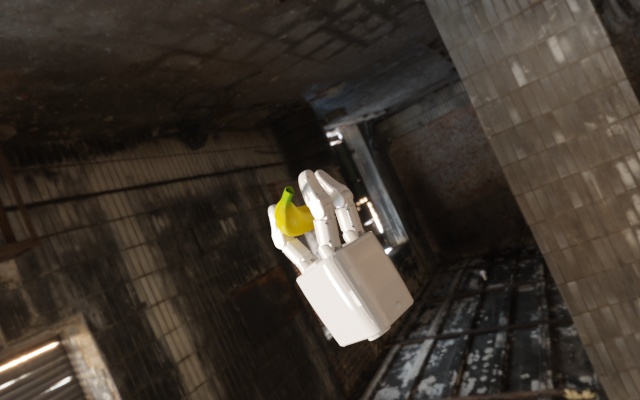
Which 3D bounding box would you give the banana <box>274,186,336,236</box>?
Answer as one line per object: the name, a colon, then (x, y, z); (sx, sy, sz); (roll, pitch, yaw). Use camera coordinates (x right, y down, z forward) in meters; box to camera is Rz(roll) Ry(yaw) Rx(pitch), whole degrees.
banana: (-0.014, 0.015, 0.640); (0.070, 0.037, 0.198); (-46, -13, 17)
